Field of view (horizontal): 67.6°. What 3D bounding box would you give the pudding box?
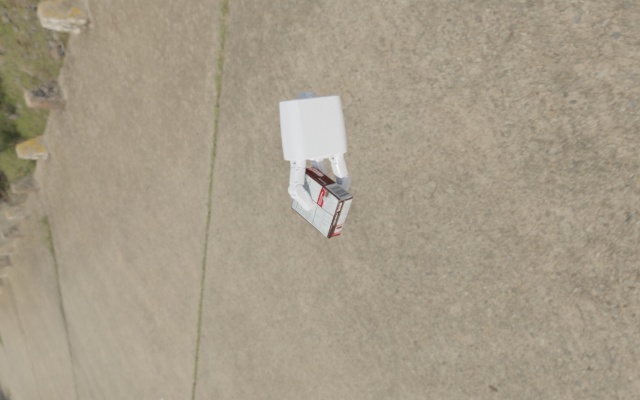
[{"bbox_3d":[0.000,0.003,0.892,0.039,0.090,0.113,-15,43,-41],"label":"pudding box"}]
